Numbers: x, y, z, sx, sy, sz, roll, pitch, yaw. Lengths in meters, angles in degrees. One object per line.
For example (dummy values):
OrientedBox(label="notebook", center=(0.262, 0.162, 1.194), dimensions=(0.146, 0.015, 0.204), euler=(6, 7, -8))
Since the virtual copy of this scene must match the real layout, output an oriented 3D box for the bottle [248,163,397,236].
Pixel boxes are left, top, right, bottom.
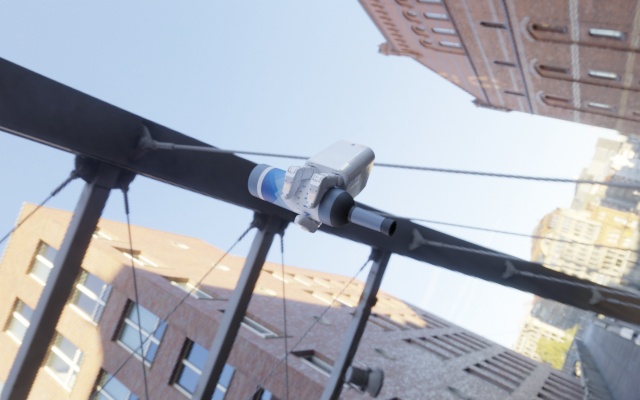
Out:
OrientedBox(label="bottle", center=(0.000, 0.003, 0.854), dimensions=(0.295, 0.069, 0.069), euler=(20, 11, 31))
